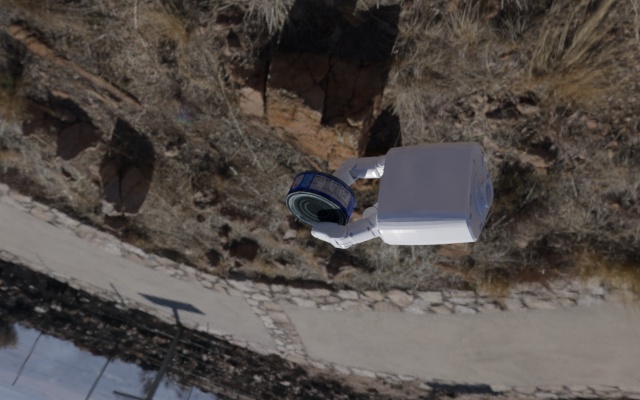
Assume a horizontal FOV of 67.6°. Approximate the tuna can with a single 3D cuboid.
[{"bbox_3d":[0.000,0.002,0.605,0.086,0.033,0.086,18,-31,11],"label":"tuna can"}]
